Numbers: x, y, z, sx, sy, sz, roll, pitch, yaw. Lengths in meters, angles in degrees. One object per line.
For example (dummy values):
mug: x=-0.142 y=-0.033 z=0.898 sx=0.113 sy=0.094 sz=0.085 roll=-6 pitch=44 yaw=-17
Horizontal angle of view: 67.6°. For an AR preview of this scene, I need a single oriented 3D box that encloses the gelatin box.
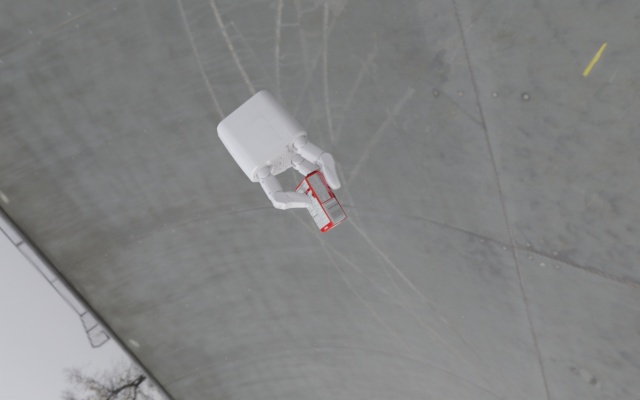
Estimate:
gelatin box: x=0.000 y=0.003 z=0.759 sx=0.030 sy=0.089 sz=0.073 roll=-29 pitch=-5 yaw=-19
